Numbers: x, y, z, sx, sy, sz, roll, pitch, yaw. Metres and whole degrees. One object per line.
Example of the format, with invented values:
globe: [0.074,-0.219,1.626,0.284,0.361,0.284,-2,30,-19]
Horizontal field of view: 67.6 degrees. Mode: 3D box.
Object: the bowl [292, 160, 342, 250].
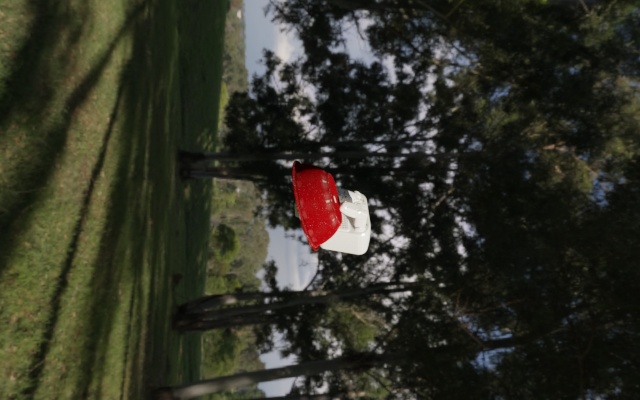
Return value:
bowl: [0.000,0.002,0.830,0.055,0.162,0.162,-13,-2,10]
